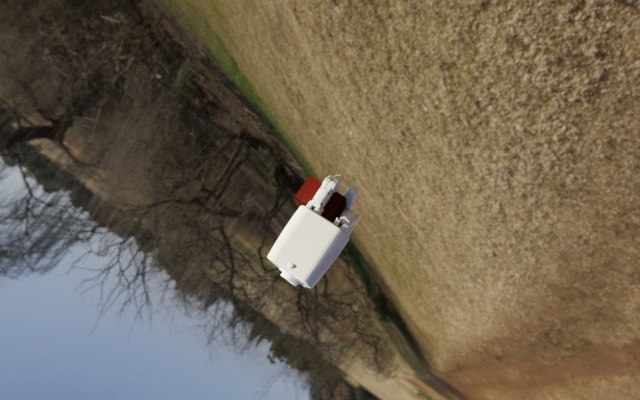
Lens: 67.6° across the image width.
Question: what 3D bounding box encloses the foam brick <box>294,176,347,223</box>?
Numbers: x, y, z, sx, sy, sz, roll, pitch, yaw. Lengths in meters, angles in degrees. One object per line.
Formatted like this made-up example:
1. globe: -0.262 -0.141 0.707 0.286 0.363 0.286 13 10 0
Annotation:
1. foam brick: 0.000 0.003 0.839 0.078 0.051 0.053 32 -12 14
